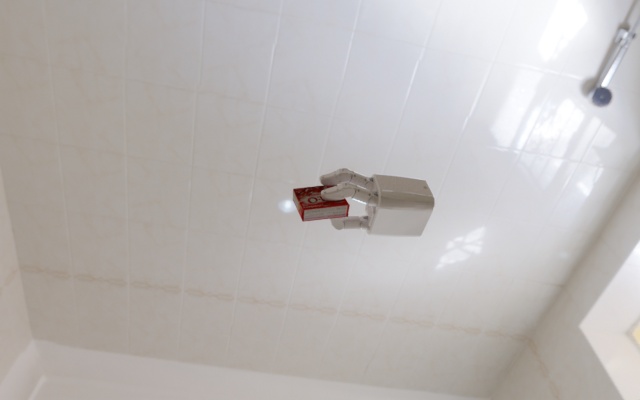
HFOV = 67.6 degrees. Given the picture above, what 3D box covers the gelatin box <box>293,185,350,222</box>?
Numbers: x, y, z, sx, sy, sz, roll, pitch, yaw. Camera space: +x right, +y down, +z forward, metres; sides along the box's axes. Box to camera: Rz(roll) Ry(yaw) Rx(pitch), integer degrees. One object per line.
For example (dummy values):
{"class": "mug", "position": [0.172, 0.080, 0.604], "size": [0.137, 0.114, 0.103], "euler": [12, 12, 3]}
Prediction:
{"class": "gelatin box", "position": [0.000, 0.003, 0.873], "size": [0.089, 0.030, 0.073], "euler": [-6, 34, -15]}
